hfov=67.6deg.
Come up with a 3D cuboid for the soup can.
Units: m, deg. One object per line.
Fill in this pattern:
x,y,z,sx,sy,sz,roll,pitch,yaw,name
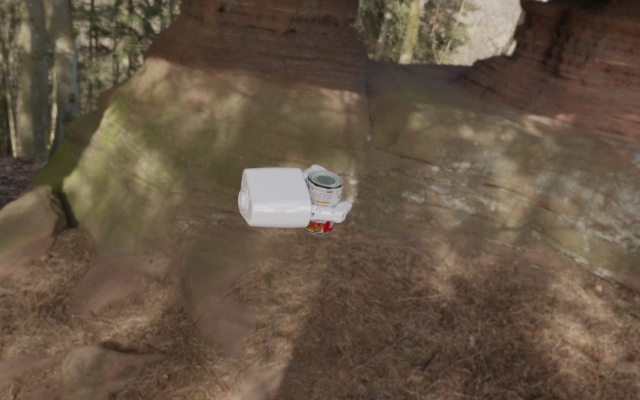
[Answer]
0.001,0.003,0.892,0.068,0.102,0.068,9,29,-5,soup can
